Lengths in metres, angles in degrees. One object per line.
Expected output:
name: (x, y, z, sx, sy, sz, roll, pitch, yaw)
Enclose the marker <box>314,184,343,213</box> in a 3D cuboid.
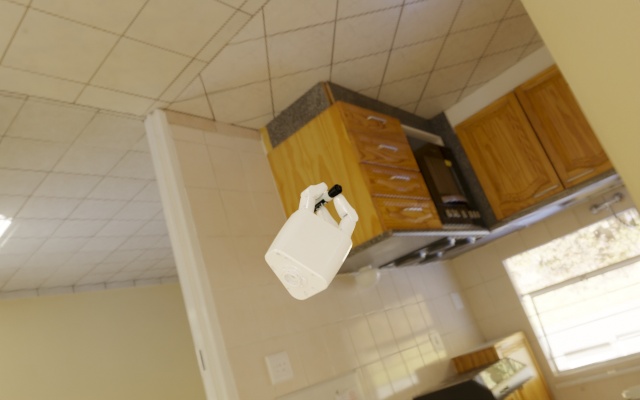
marker: (0.000, 0.003, 0.888, 0.020, 0.020, 0.121, 0, -26, -40)
